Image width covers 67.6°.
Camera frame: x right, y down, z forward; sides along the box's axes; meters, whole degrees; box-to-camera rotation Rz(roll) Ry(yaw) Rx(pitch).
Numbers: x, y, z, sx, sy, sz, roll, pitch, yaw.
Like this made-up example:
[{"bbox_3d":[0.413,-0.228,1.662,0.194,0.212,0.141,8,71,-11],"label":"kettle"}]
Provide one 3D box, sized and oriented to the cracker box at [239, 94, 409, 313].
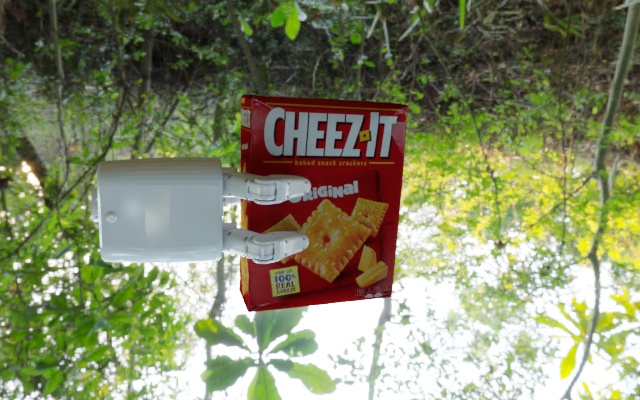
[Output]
[{"bbox_3d":[0.000,0.002,0.503,0.164,0.214,0.072,-1,13,-18],"label":"cracker box"}]
